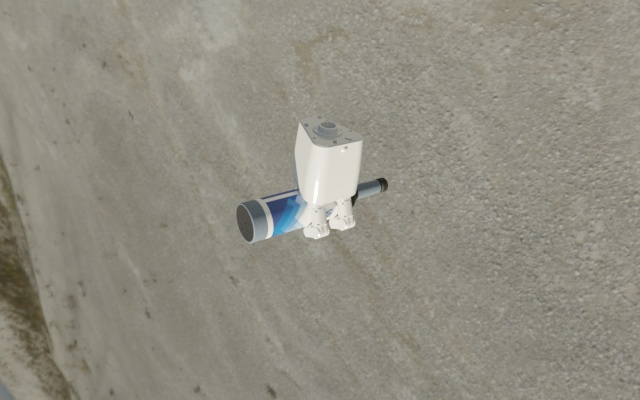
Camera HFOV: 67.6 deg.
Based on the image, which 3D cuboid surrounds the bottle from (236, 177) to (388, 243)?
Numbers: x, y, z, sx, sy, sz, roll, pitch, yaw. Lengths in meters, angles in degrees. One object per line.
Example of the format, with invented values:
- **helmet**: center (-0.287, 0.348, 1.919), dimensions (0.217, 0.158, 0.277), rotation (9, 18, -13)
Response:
- **bottle**: center (0.000, 0.003, 0.839), dimensions (0.295, 0.069, 0.069), rotation (-16, 8, -31)
